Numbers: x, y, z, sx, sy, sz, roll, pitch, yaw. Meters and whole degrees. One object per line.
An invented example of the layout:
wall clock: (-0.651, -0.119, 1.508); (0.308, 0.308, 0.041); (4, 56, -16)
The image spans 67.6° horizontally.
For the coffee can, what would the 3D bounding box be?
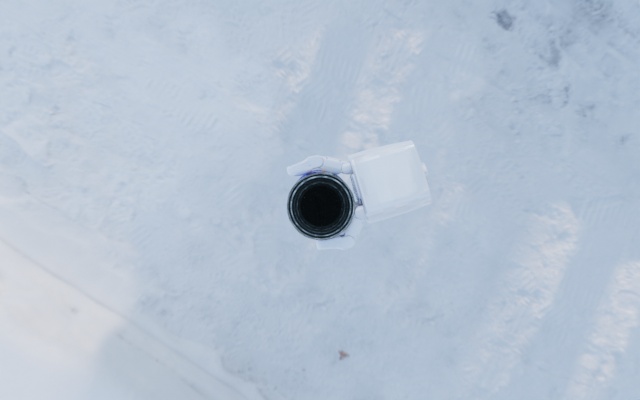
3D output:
coffee can: (0.000, 0.003, 0.776); (0.103, 0.103, 0.140); (0, 5, 0)
